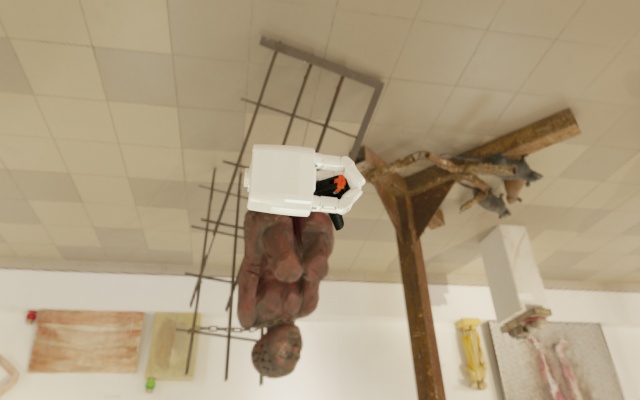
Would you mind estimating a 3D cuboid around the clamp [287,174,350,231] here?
[{"bbox_3d":[0.000,0.003,0.896,0.120,0.039,0.172,6,-33,-8],"label":"clamp"}]
